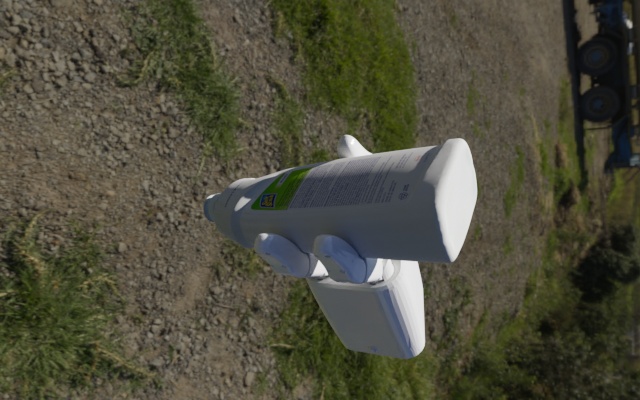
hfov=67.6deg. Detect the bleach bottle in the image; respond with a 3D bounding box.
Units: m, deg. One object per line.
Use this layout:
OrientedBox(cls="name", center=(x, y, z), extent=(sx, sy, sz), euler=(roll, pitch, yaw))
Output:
OrientedBox(cls="bleach bottle", center=(0.000, 0.001, 0.426), extent=(0.251, 0.068, 0.102), euler=(-1, 38, 32))
